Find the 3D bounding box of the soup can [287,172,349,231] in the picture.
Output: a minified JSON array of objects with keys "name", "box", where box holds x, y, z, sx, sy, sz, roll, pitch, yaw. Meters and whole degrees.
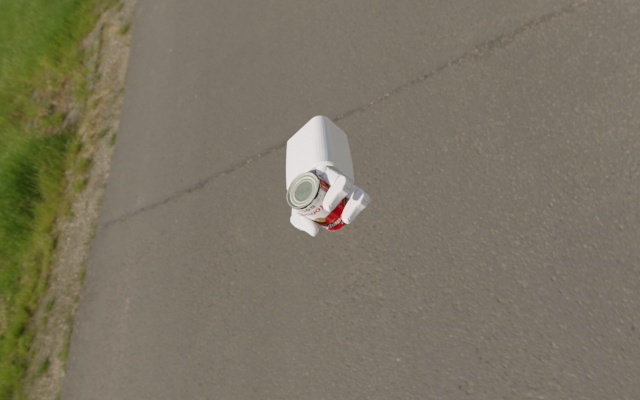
[{"name":"soup can","box":[0.000,0.003,0.800,0.068,0.068,0.102,0,-23,39]}]
